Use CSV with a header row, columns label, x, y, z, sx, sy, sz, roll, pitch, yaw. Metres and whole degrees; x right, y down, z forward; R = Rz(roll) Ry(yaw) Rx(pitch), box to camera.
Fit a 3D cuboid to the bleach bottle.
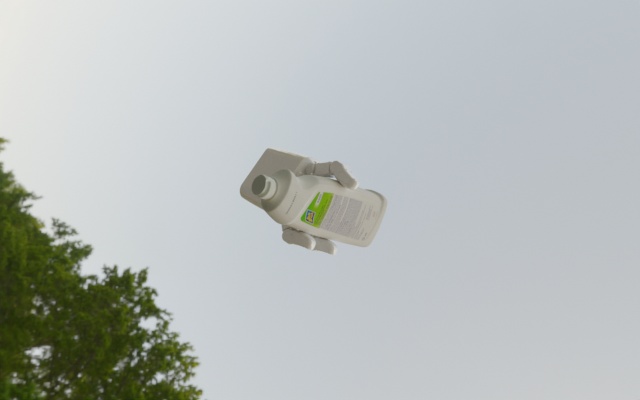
label,x,y,z,sx,sy,sz,roll,pitch,yaw
bleach bottle,0.000,0.003,0.730,0.068,0.102,0.251,21,0,43
